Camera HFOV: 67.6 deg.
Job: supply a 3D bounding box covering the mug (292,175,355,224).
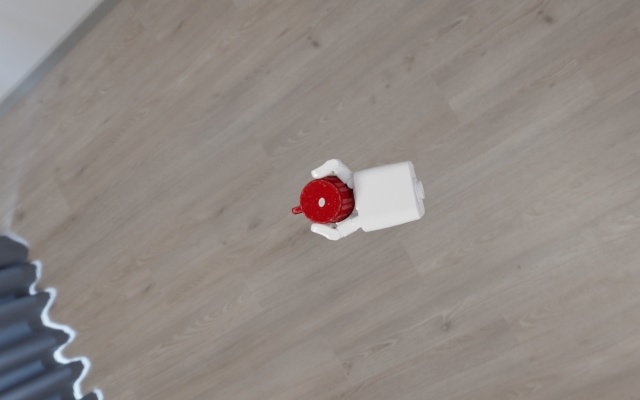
[{"bbox_3d":[-0.001,0.003,0.887,0.117,0.093,0.081,-16,-2,18],"label":"mug"}]
